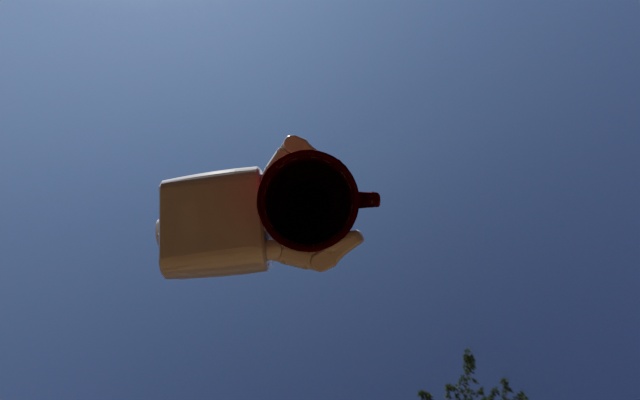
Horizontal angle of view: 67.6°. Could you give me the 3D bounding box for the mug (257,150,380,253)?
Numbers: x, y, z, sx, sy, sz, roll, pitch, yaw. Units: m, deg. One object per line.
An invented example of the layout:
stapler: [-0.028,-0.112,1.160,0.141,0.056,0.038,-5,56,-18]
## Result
mug: [0.002,0.001,0.470,0.117,0.093,0.081,-5,-4,-1]
